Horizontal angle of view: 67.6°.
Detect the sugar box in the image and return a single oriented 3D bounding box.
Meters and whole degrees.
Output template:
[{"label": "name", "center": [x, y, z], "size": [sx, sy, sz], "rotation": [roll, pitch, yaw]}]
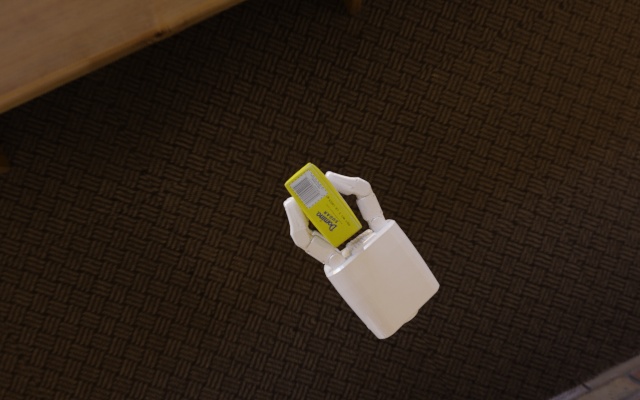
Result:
[{"label": "sugar box", "center": [0.000, 0.002, 0.608], "size": [0.048, 0.093, 0.176], "rotation": [-38, 2, -2]}]
